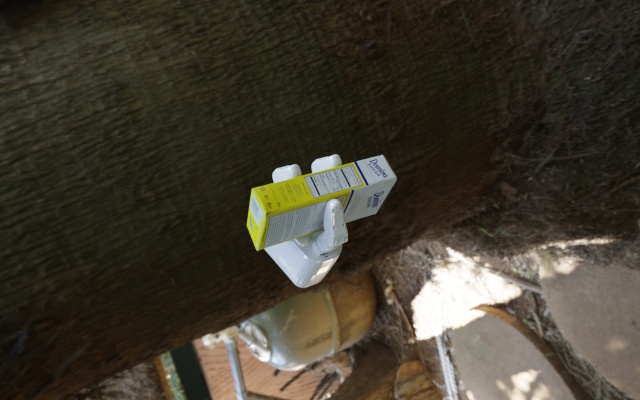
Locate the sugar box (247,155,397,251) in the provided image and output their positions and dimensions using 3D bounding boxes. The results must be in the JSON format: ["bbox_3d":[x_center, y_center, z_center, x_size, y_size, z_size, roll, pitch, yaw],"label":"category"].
[{"bbox_3d":[0.000,0.002,0.598,0.176,0.048,0.093,-18,-25,-23],"label":"sugar box"}]
